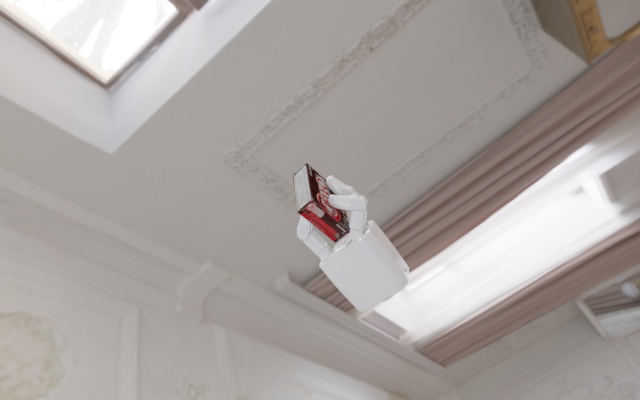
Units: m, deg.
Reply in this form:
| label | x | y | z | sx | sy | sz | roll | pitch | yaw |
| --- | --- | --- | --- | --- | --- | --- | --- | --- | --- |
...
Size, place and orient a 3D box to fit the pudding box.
| label | x | y | z | sx | sy | sz | roll | pitch | yaw |
| --- | --- | --- | --- | --- | --- | --- | --- | --- | --- |
| pudding box | 0.000 | 0.003 | 0.772 | 0.090 | 0.039 | 0.113 | 41 | 18 | -29 |
